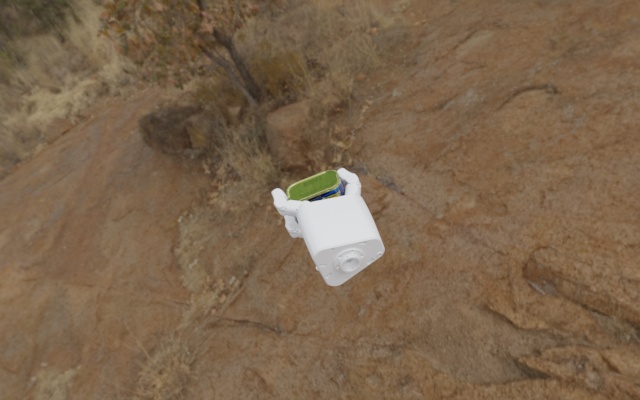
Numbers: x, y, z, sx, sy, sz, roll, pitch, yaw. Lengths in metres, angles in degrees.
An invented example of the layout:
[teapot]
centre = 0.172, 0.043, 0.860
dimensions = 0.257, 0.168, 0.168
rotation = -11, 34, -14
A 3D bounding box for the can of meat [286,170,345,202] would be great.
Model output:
[can of meat]
centre = 0.000, 0.002, 0.838
dimensions = 0.102, 0.084, 0.057
rotation = -22, 41, 5
